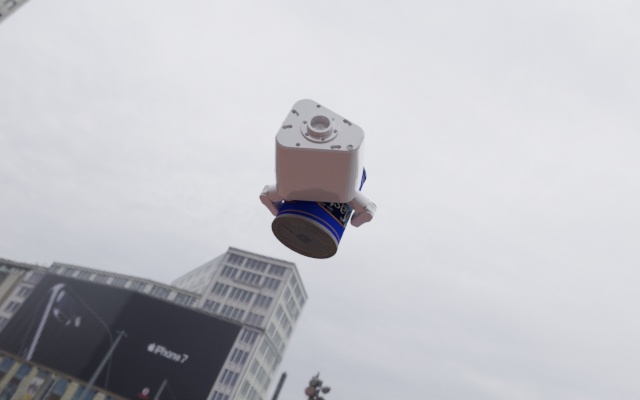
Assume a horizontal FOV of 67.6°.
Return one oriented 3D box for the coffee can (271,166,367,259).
[{"bbox_3d":[0.000,0.003,0.722,0.103,0.140,0.103,17,-33,12],"label":"coffee can"}]
